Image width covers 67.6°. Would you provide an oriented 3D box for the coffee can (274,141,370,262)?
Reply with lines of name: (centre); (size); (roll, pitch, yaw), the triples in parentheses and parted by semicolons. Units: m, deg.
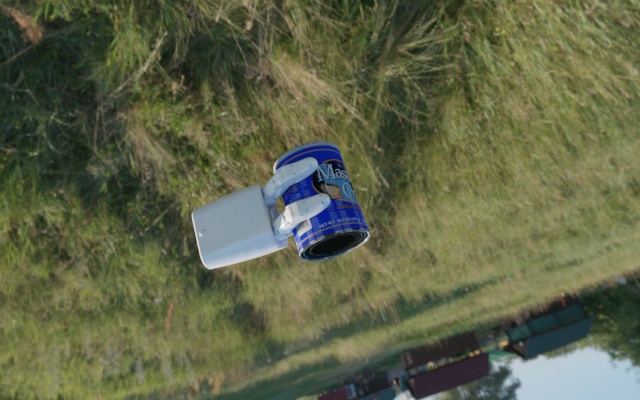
coffee can: (0.000, 0.002, 0.680); (0.103, 0.140, 0.103); (-16, -23, -7)
